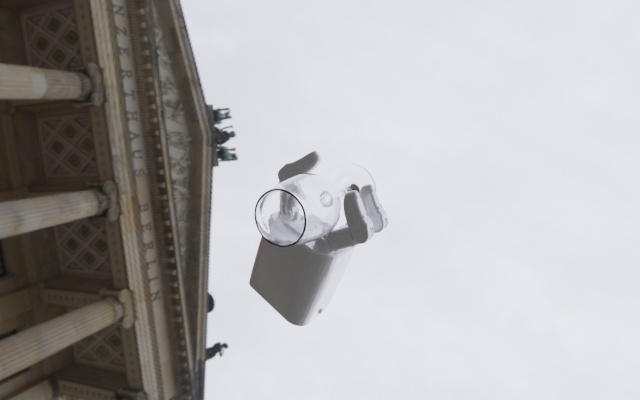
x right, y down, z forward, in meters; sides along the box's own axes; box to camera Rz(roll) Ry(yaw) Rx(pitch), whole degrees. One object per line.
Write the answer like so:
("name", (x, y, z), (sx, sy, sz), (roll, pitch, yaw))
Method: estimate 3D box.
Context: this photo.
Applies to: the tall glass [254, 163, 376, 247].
("tall glass", (0.000, 0.002, 0.579), (0.079, 0.079, 0.201), (0, 9, 26))
